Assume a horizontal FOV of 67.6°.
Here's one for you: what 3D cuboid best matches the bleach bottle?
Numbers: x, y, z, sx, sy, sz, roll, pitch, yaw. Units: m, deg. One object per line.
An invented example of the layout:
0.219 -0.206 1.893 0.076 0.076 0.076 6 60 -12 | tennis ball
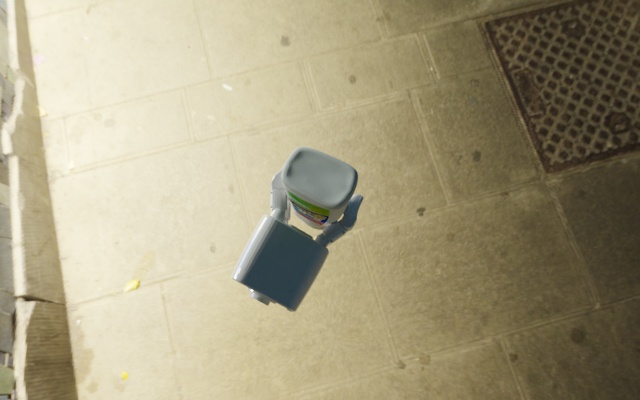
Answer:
0.000 0.002 0.738 0.102 0.068 0.251 26 -14 9 | bleach bottle
